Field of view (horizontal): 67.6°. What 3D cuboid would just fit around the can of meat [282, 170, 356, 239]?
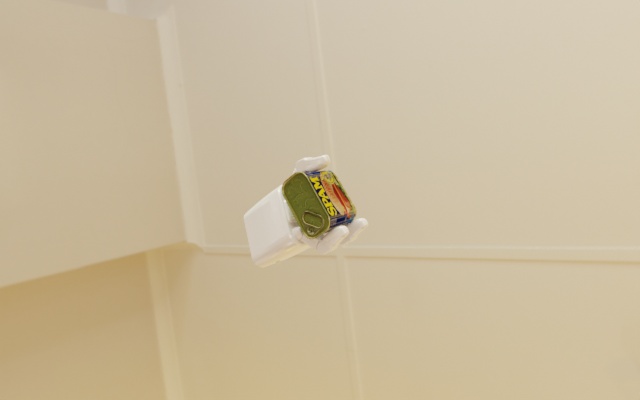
[{"bbox_3d":[0.000,0.002,0.753,0.057,0.102,0.084,-37,-14,34],"label":"can of meat"}]
